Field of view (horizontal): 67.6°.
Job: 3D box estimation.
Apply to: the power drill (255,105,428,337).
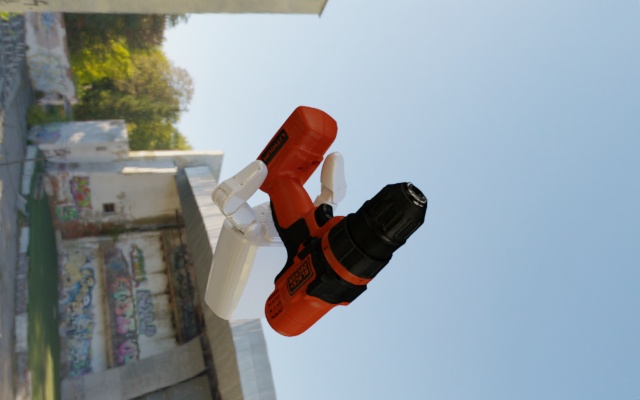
[{"bbox_3d":[0.000,0.001,0.427,0.057,0.187,0.184,20,-52,-35],"label":"power drill"}]
